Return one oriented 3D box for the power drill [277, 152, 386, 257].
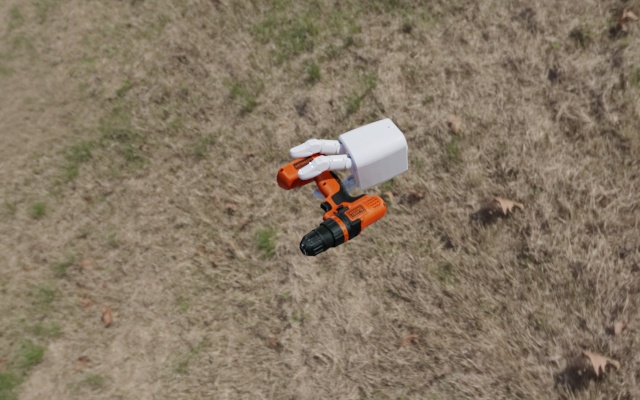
[{"bbox_3d":[0.000,0.002,0.883,0.184,0.187,0.057,-27,-30,-27],"label":"power drill"}]
